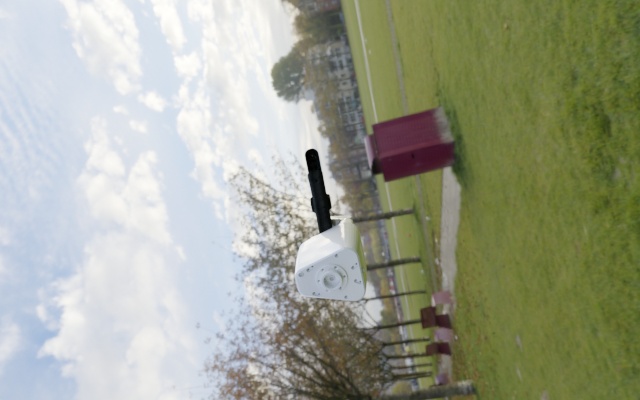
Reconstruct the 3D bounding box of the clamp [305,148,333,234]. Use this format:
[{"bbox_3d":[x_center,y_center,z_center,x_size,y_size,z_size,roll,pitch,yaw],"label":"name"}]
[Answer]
[{"bbox_3d":[0.000,0.003,0.820,0.039,0.171,0.120,-11,16,7],"label":"clamp"}]
